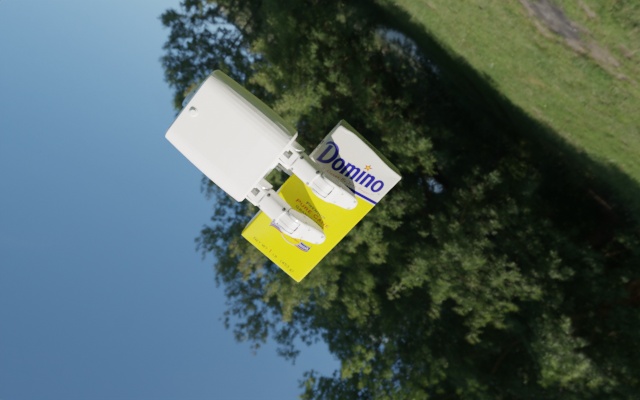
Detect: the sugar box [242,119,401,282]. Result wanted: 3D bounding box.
[{"bbox_3d":[0.000,0.002,0.558,0.093,0.176,0.048,40,17,-8],"label":"sugar box"}]
